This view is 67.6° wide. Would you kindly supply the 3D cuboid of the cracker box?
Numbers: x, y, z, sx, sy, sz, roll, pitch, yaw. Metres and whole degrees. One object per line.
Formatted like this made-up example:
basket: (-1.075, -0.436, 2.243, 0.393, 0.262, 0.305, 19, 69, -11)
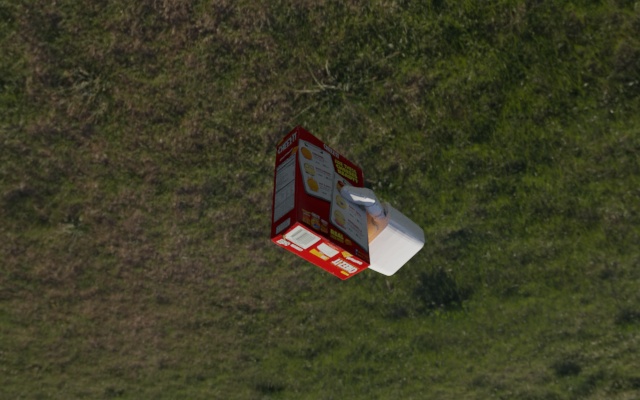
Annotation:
cracker box: (0.000, 0.003, 0.798, 0.164, 0.213, 0.072, 32, -51, -33)
